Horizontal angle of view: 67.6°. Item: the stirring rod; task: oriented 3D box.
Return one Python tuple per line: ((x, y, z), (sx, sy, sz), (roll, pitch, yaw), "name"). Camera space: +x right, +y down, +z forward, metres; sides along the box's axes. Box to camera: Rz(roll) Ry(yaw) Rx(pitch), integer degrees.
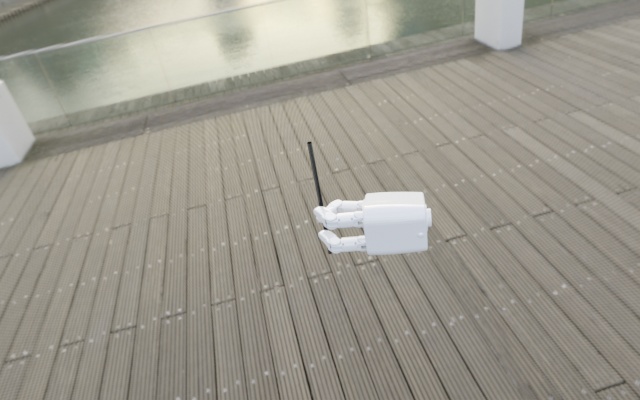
((0.000, 0.003, 0.855), (0.011, 0.240, 0.011), (-7, 34, 5), "stirring rod")
